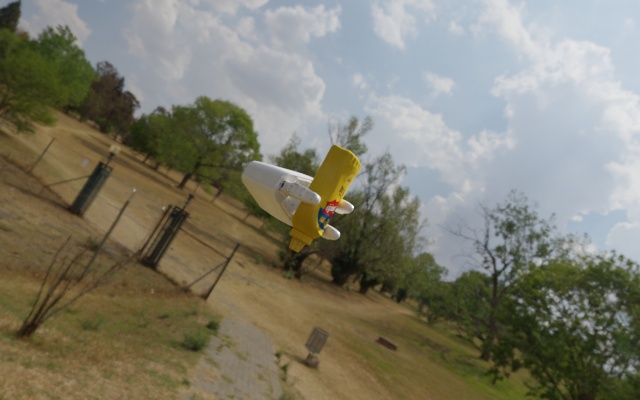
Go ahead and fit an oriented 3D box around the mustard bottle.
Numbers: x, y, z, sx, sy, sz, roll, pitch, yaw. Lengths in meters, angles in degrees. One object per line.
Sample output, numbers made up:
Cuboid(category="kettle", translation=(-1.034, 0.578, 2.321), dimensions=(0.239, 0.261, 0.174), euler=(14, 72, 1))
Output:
Cuboid(category="mustard bottle", translation=(0.001, 0.003, 0.832), dimensions=(0.058, 0.191, 0.096), euler=(28, -7, 17))
